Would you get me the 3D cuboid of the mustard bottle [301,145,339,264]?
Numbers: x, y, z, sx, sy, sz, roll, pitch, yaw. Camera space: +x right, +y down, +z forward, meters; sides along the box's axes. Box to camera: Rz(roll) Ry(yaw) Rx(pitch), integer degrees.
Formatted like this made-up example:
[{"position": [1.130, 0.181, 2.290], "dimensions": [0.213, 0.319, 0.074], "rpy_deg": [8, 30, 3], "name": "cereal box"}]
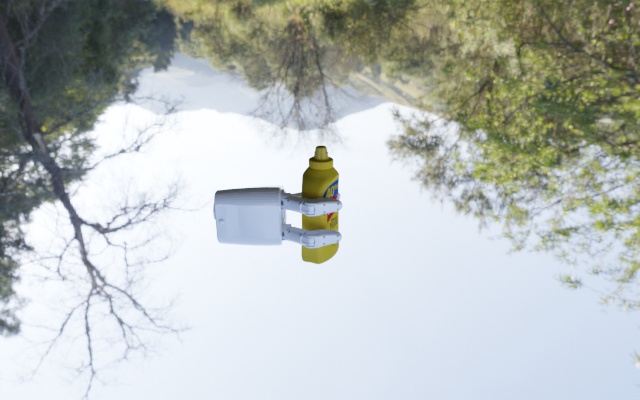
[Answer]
[{"position": [0.000, 0.003, 0.798], "dimensions": [0.058, 0.192, 0.096], "rpy_deg": [9, 23, 23], "name": "mustard bottle"}]
